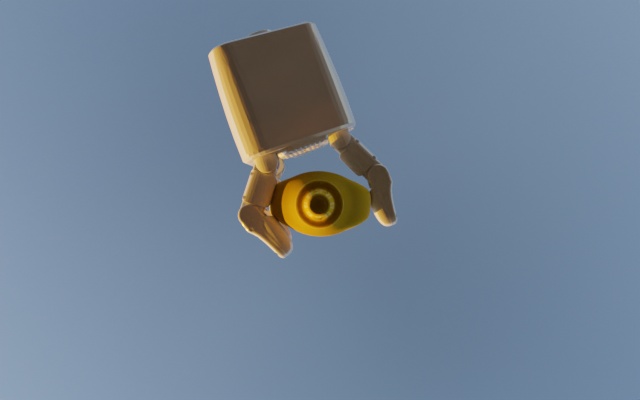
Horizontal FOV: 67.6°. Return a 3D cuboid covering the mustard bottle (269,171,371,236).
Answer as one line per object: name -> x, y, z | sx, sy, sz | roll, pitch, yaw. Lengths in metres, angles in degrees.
mustard bottle -> 0.000, 0.002, 0.470 | 0.096, 0.058, 0.191 | 4, 0, 1
